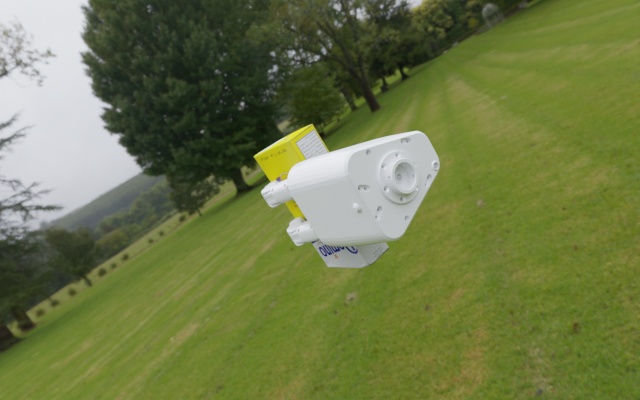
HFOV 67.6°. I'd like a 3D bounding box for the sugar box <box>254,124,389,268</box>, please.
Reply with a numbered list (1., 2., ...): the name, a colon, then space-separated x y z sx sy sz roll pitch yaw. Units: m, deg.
1. sugar box: 0.000 0.002 0.579 0.048 0.176 0.093 -38 14 -30
